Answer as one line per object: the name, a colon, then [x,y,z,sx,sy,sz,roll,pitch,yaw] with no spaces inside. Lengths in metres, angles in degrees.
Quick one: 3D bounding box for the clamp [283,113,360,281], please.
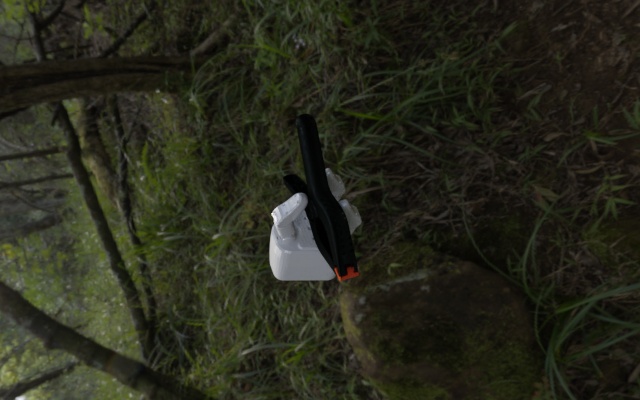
clamp: [0.000,0.003,0.628,0.036,0.210,0.165,-15,-30,-18]
